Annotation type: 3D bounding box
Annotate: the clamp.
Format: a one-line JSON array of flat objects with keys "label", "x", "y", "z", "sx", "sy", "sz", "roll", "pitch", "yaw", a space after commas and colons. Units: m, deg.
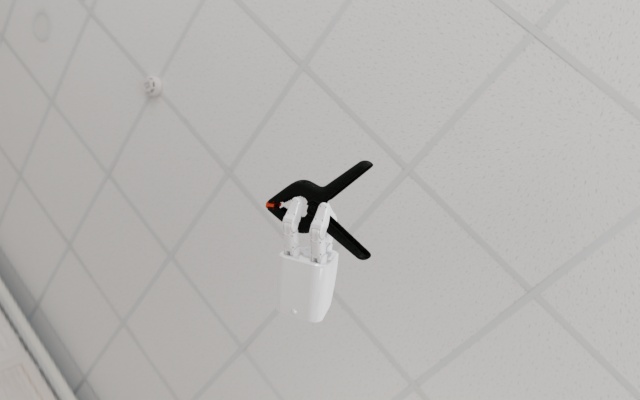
[{"label": "clamp", "x": 0.000, "y": 0.003, "z": 0.829, "sx": 0.210, "sy": 0.164, "sz": 0.036, "roll": 11, "pitch": 7, "yaw": 28}]
